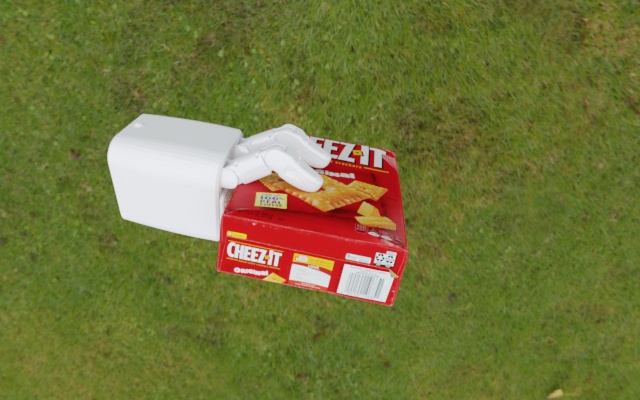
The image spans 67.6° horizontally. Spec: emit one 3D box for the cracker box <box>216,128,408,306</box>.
[{"bbox_3d":[0.000,0.002,0.502,0.164,0.072,0.213,11,30,-1],"label":"cracker box"}]
